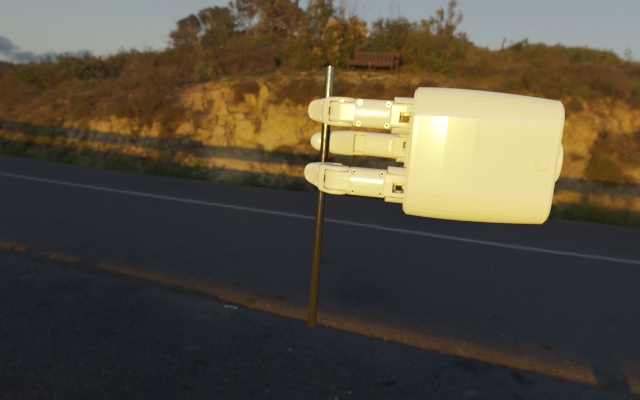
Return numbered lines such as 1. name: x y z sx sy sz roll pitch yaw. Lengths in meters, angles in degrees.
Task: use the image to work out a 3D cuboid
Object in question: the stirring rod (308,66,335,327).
1. stirring rod: 0.000 0.002 0.438 0.011 0.239 0.011 4 10 -1
